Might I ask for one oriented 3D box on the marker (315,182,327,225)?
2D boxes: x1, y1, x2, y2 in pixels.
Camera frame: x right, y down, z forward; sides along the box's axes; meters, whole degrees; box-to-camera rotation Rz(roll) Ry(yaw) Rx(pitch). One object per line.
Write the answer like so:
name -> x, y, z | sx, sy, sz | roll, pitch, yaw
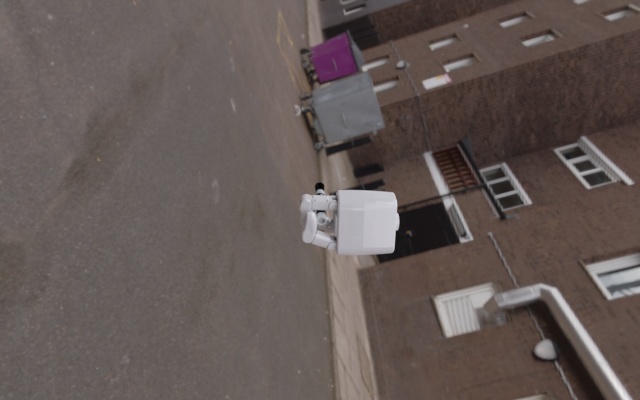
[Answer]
marker -> 0.000, 0.003, 0.893 | 0.020, 0.020, 0.121 | 0, 34, -2
